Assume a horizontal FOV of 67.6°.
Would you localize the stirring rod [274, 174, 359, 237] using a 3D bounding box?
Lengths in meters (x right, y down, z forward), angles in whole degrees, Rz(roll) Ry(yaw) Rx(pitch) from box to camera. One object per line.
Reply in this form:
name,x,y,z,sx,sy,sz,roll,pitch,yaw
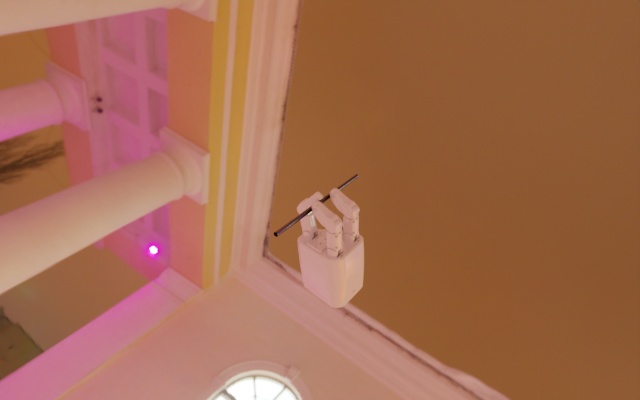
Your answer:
stirring rod,0.000,0.003,0.809,0.011,0.011,0.239,0,24,38
